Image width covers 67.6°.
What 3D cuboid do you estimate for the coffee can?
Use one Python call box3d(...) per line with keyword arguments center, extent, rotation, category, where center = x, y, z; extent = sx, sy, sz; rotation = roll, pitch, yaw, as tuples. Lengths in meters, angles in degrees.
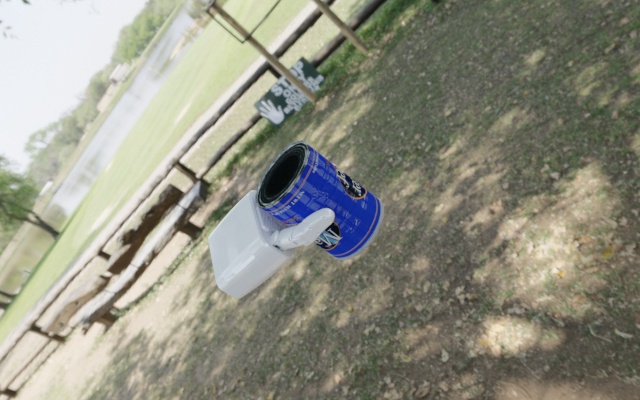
box3d(center=(0.000, 0.002, 0.634), extent=(0.140, 0.102, 0.103), rotation=(36, -18, -27), category="coffee can")
